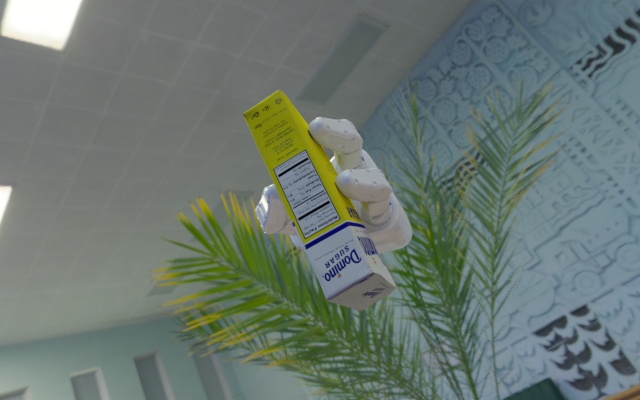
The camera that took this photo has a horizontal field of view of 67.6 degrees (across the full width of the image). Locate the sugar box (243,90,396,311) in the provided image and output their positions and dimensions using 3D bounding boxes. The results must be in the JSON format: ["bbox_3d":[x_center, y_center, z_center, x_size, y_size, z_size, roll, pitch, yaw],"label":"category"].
[{"bbox_3d":[0.001,0.001,0.400,0.048,0.176,0.093,-33,-24,8],"label":"sugar box"}]
